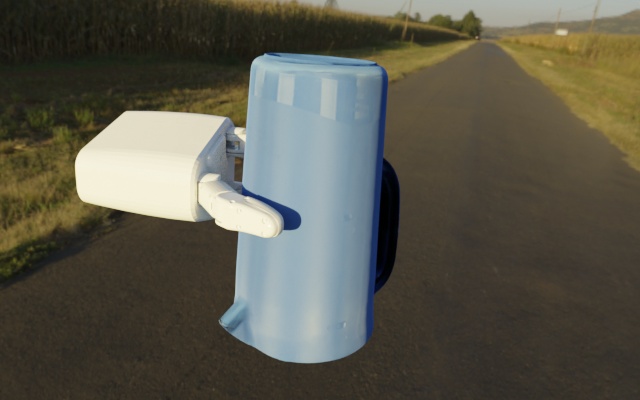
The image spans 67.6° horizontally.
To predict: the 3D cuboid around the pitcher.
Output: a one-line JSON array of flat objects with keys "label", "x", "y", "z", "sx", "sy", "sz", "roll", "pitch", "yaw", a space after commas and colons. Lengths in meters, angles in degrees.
[{"label": "pitcher", "x": 0.000, "y": 0.001, "z": 0.419, "sx": 0.145, "sy": 0.243, "sz": 0.149, "roll": 8, "pitch": 20, "yaw": 9}]
